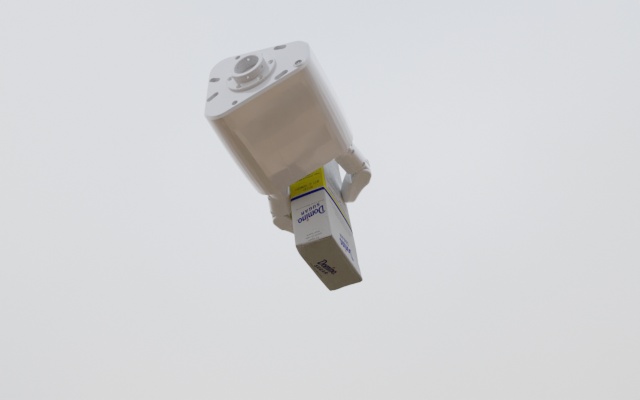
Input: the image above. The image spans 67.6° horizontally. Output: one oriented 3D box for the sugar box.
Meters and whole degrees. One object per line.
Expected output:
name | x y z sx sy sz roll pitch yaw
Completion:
sugar box | 0.000 0.002 0.534 0.048 0.176 0.093 -19 -43 14
